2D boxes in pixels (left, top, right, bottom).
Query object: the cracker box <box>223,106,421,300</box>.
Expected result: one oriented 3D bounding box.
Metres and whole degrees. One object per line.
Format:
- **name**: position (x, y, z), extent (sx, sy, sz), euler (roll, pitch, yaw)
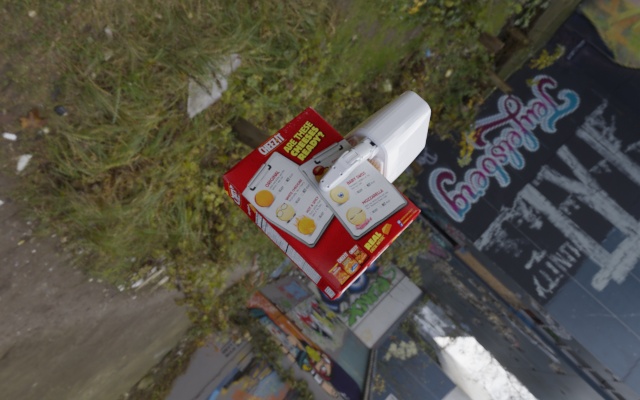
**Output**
- **cracker box**: position (0.000, 0.002, 0.651), extent (0.164, 0.213, 0.072), euler (-42, -10, -22)
